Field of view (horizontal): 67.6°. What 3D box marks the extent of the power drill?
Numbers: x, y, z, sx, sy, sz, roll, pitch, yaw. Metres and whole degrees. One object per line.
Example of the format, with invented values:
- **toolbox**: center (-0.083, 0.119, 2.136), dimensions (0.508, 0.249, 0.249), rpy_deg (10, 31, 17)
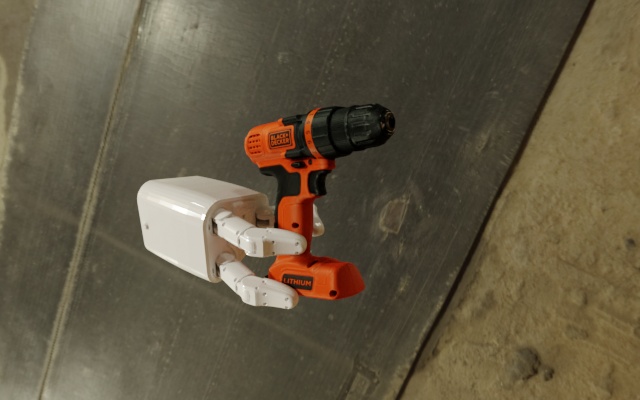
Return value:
- **power drill**: center (0.000, 0.002, 0.486), dimensions (0.184, 0.187, 0.057), rpy_deg (-3, 0, 43)
